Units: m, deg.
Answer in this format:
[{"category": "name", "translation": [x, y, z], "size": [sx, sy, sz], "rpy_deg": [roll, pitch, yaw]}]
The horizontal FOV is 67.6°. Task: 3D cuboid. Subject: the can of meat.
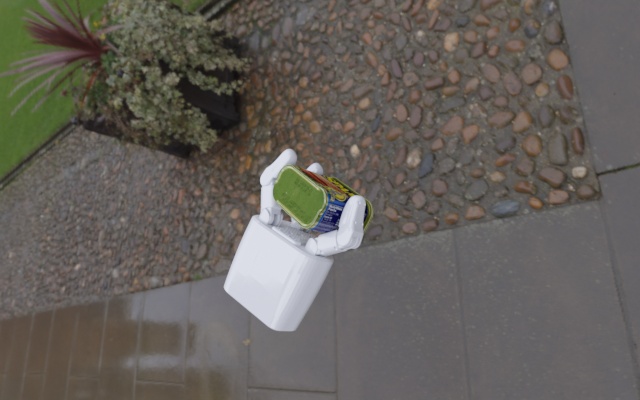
[{"category": "can of meat", "translation": [0.000, 0.002, 0.588], "size": [0.084, 0.057, 0.102], "rpy_deg": [16, 17, -44]}]
